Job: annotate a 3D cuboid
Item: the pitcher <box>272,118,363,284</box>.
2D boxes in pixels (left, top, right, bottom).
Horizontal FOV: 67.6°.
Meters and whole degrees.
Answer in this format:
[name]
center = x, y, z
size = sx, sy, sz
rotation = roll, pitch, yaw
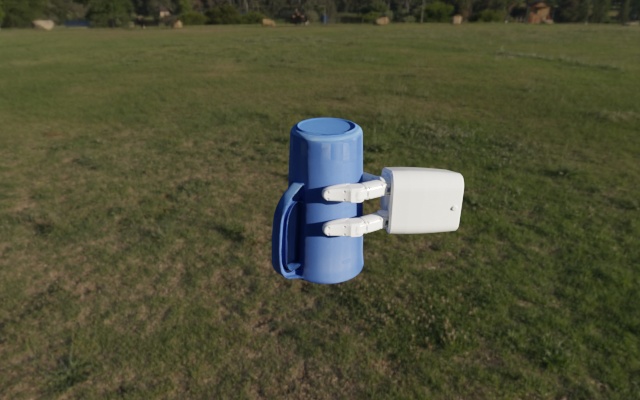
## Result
[pitcher]
center = 0.000, 0.002, 0.749
size = 0.145, 0.243, 0.149
rotation = 1, 25, 1
